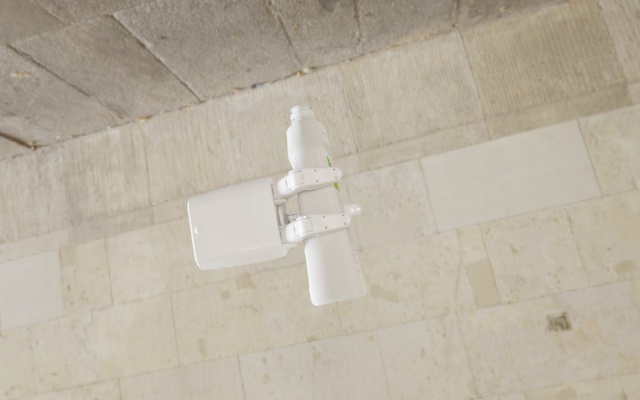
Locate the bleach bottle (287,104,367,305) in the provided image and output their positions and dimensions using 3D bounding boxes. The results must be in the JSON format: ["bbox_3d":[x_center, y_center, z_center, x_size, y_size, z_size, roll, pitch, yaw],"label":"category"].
[{"bbox_3d":[0.000,0.002,0.606,0.068,0.250,0.102,-12,-12,3],"label":"bleach bottle"}]
